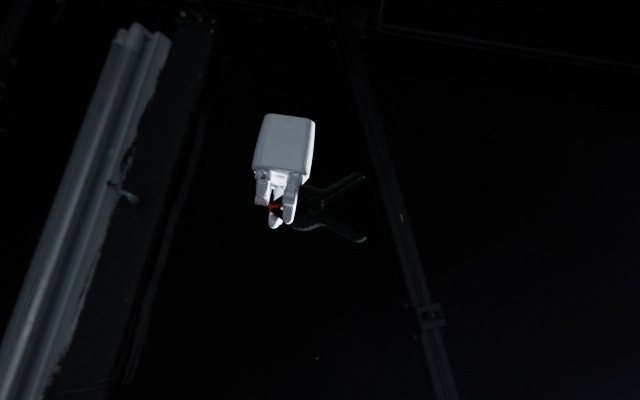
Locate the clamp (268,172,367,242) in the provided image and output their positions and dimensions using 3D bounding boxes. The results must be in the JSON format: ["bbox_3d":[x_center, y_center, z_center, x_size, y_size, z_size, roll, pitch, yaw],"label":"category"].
[{"bbox_3d":[0.000,0.003,0.818,0.171,0.120,0.039,8,-19,2],"label":"clamp"}]
